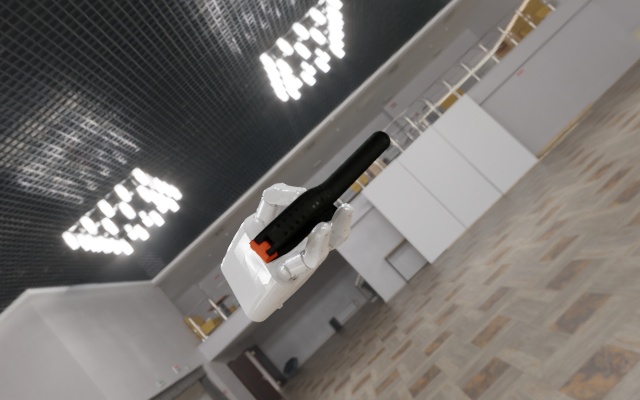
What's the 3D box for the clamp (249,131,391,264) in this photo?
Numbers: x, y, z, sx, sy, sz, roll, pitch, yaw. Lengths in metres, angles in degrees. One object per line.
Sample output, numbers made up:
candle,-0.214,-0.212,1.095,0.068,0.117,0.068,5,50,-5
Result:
clamp,-0.001,0.002,0.563,0.036,0.165,0.210,42,39,12
